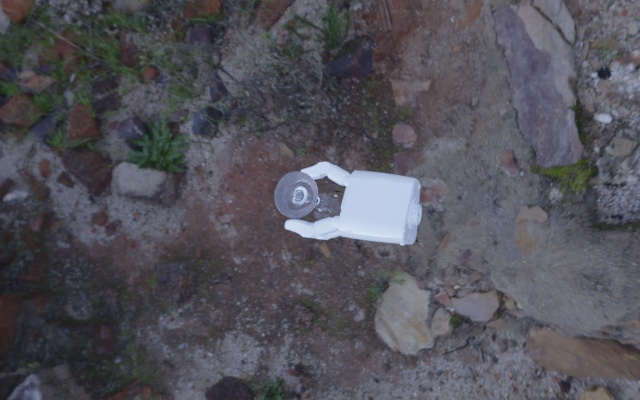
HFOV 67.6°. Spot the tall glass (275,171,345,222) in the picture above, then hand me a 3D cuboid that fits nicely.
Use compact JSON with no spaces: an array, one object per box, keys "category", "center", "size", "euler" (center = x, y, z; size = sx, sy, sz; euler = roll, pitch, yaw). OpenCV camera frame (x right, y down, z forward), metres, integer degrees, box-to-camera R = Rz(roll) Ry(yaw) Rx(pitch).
[{"category":"tall glass","center":[0.000,0.003,0.832],"size":[0.079,0.079,0.201],"euler":[0,-7,23]}]
